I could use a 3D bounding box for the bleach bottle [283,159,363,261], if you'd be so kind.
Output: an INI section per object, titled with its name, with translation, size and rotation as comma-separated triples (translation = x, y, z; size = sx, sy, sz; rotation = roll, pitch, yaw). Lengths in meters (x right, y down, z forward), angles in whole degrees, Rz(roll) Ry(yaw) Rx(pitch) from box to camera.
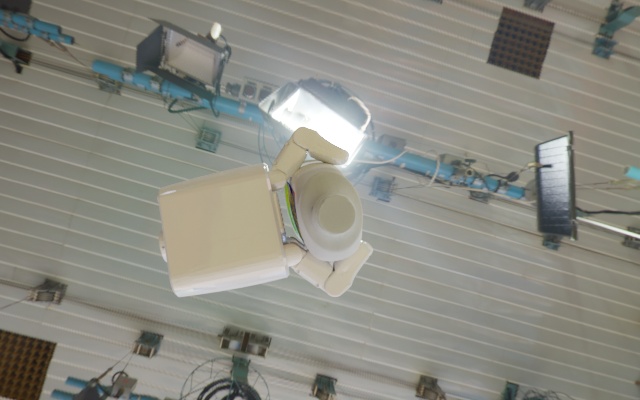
[bleach bottle]
translation = 0.000, 0.002, 0.474
size = 0.068, 0.102, 0.251
rotation = -13, 1, -4
